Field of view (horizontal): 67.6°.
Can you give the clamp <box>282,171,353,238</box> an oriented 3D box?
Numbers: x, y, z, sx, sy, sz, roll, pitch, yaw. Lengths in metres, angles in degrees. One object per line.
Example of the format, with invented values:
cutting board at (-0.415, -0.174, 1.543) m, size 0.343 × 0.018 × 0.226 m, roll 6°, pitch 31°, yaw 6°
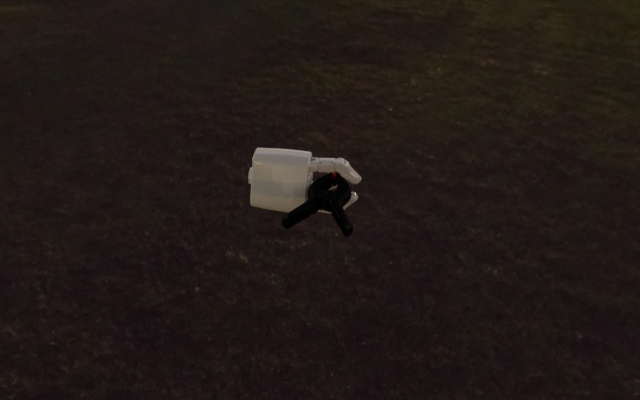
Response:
clamp at (0.000, 0.002, 0.847) m, size 0.120 × 0.039 × 0.171 m, roll 7°, pitch 35°, yaw 1°
